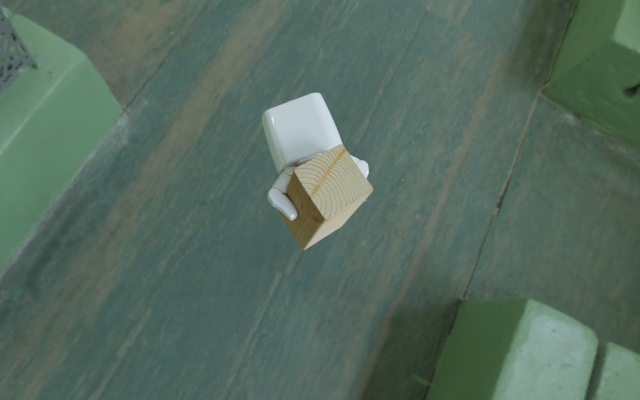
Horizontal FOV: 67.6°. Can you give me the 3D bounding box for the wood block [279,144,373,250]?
[{"bbox_3d":[0.000,0.002,0.791,0.091,0.090,0.206,-30,-10,-19],"label":"wood block"}]
